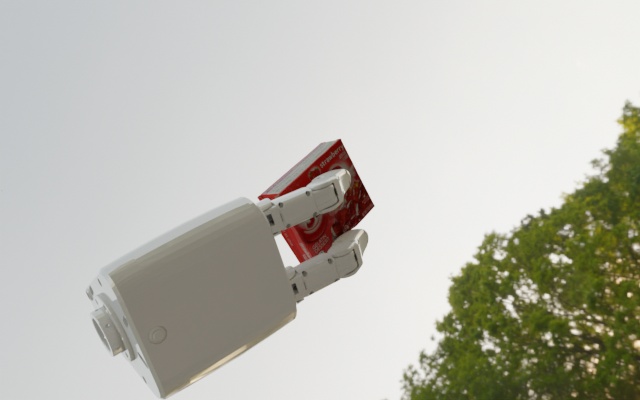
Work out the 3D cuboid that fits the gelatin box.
[{"bbox_3d":[0.000,0.001,0.409,0.030,0.073,0.089,-3,33,48],"label":"gelatin box"}]
